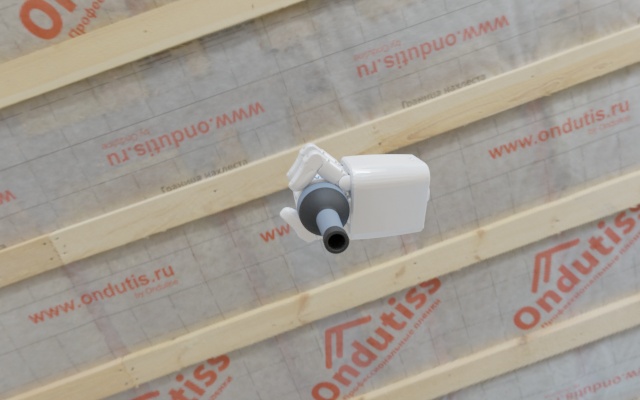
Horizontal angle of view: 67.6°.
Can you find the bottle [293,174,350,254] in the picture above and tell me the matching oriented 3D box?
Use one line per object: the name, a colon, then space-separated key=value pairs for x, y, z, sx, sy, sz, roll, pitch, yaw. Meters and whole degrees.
bottle: x=0.000 y=0.002 z=0.644 sx=0.069 sy=0.069 sz=0.295 roll=0 pitch=17 yaw=-7
